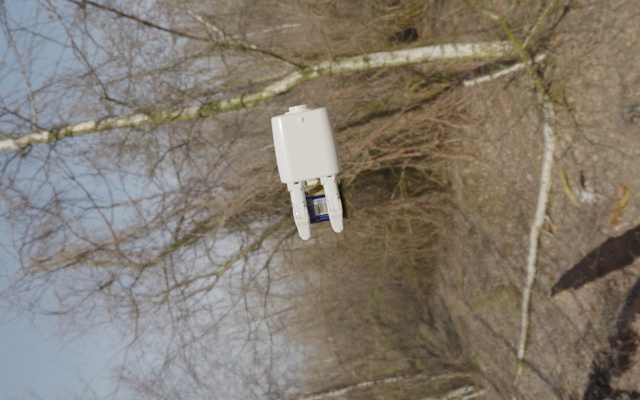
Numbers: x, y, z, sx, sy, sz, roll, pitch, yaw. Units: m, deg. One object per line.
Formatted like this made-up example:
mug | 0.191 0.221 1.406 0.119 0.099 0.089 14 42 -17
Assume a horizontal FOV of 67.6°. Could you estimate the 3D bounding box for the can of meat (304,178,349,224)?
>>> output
can of meat | 0.000 0.003 0.819 0.084 0.057 0.102 -10 14 1
